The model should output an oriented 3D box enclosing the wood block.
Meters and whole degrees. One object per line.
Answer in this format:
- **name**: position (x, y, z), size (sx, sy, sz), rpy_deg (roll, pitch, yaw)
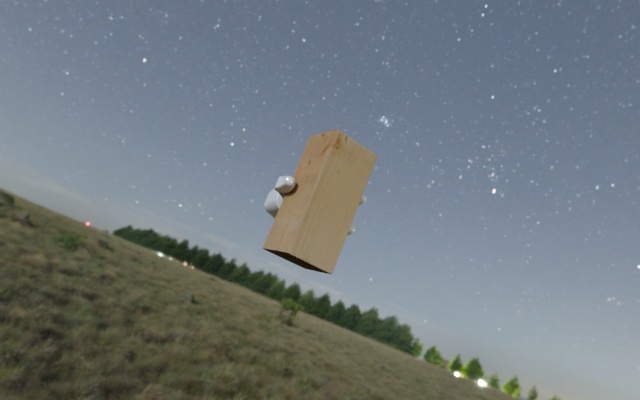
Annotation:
- **wood block**: position (0.000, 0.002, 0.767), size (0.091, 0.206, 0.090), rpy_deg (29, -15, -28)
